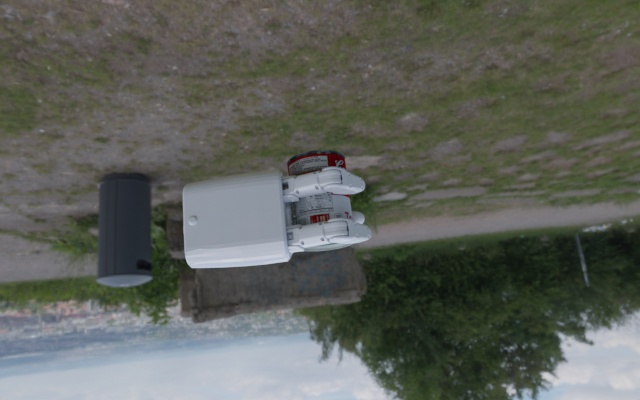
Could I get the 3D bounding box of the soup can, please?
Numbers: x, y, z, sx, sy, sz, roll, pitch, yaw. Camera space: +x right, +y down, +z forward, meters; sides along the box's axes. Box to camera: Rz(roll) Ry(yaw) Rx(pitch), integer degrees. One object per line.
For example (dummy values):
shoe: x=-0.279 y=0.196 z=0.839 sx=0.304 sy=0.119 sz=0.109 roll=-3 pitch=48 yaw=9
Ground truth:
soup can: x=0.001 y=0.002 z=0.543 sx=0.068 sy=0.102 sz=0.068 roll=-6 pitch=-15 yaw=-2
